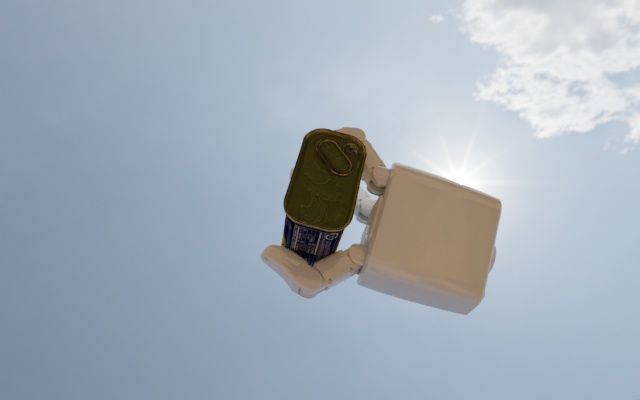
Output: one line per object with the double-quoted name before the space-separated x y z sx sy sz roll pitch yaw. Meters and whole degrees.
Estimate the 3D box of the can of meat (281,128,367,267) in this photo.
"can of meat" 0.000 0.002 0.432 0.057 0.102 0.084 15 -33 0
